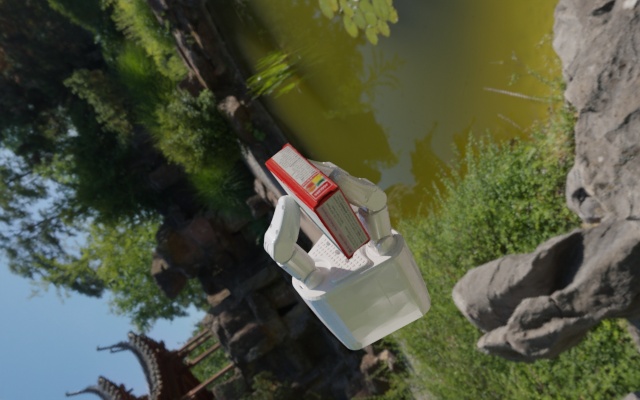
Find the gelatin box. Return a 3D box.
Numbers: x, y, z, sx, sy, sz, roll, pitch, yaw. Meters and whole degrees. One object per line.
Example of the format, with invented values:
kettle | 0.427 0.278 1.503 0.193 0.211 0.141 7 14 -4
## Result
gelatin box | 0.000 0.001 0.407 0.073 0.030 0.089 44 -7 39
